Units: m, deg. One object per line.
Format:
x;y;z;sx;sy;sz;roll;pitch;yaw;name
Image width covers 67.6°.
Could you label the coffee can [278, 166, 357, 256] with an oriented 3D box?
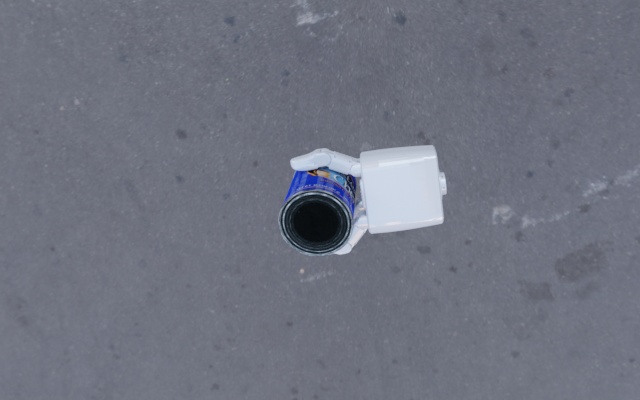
0.000;0.002;0.704;0.103;0.103;0.140;0;25;6;coffee can
